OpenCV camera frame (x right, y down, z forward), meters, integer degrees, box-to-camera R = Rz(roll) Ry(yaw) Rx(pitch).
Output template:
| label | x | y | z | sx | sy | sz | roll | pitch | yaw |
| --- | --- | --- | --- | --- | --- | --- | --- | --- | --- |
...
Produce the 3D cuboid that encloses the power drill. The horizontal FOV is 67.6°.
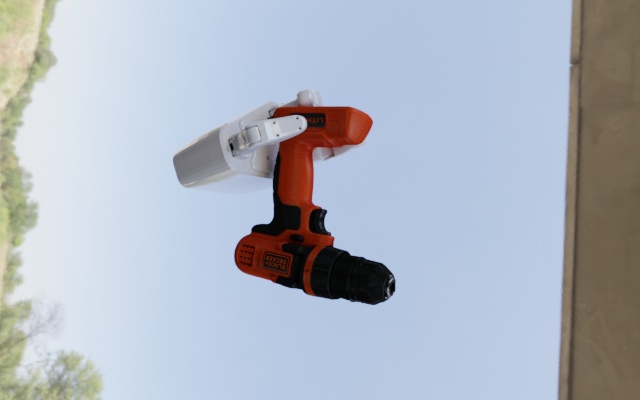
| label | x | y | z | sx | sy | sz | roll | pitch | yaw |
| --- | --- | --- | --- | --- | --- | --- | --- | --- | --- |
| power drill | 0.000 | 0.001 | 0.482 | 0.184 | 0.187 | 0.057 | 8 | -4 | 31 |
